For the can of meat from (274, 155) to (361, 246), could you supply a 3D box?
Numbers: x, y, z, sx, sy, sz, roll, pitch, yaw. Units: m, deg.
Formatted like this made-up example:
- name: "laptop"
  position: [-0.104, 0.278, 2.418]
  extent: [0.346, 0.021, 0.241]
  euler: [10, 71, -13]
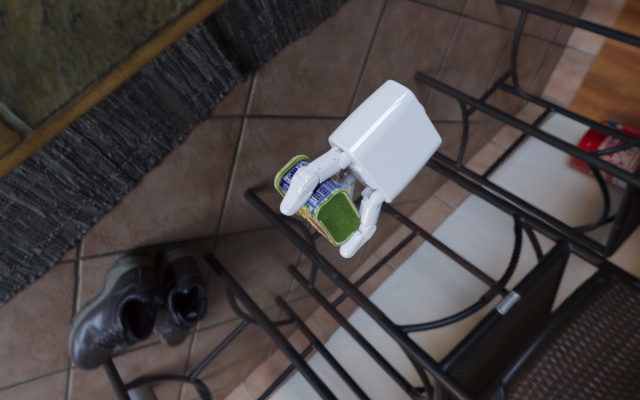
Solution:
- name: "can of meat"
  position: [0.000, 0.002, 0.611]
  extent: [0.084, 0.057, 0.102]
  euler: [40, -9, 36]
